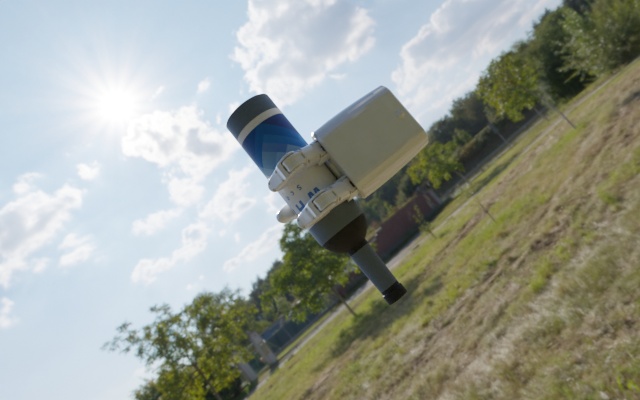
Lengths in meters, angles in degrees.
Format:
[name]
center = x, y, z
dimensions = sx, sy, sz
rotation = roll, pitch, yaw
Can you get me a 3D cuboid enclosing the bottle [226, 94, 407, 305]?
[bottle]
center = 0.000, 0.002, 0.582
dimensions = 0.069, 0.295, 0.069
rotation = -38, -7, -6
